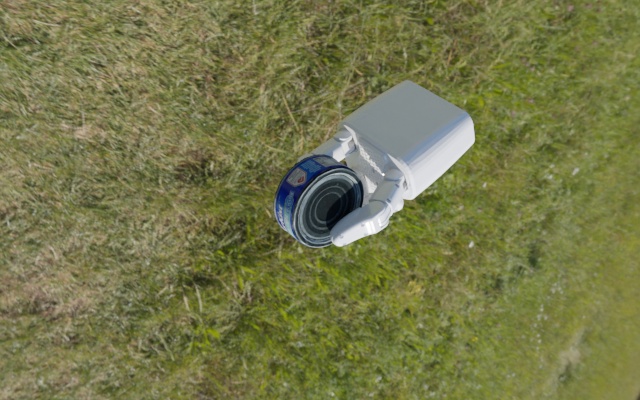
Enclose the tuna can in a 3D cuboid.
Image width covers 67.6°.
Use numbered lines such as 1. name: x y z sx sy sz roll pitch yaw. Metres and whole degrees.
1. tuna can: 0.000 0.002 0.457 0.086 0.086 0.033 0 25 -40
